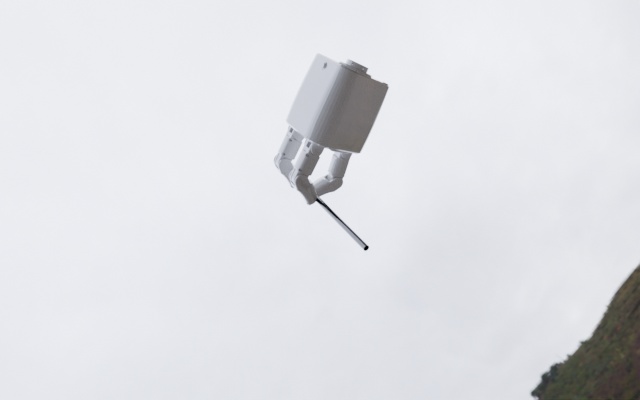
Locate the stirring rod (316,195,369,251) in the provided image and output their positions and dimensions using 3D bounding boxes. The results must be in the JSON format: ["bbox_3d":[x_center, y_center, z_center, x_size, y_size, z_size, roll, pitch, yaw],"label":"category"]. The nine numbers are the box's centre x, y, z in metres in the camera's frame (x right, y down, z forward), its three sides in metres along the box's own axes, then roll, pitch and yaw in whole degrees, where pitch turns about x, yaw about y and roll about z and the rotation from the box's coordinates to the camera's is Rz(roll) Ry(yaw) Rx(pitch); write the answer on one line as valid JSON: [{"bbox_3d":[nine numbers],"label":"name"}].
[{"bbox_3d":[0.000,0.002,0.674,0.011,0.011,0.239,0,28,-32],"label":"stirring rod"}]
